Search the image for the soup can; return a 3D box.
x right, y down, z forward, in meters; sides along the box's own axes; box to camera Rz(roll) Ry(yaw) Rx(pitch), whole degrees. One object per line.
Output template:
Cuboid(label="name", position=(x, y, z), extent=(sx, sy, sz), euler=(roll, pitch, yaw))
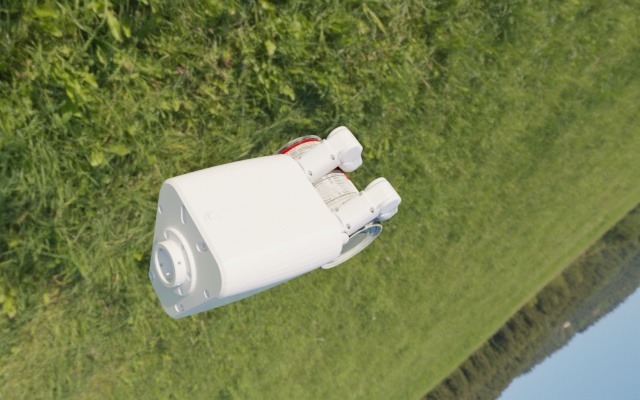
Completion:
Cuboid(label="soup can", position=(0.001, 0.002, 0.430), extent=(0.068, 0.102, 0.068), euler=(-30, -20, -12))
